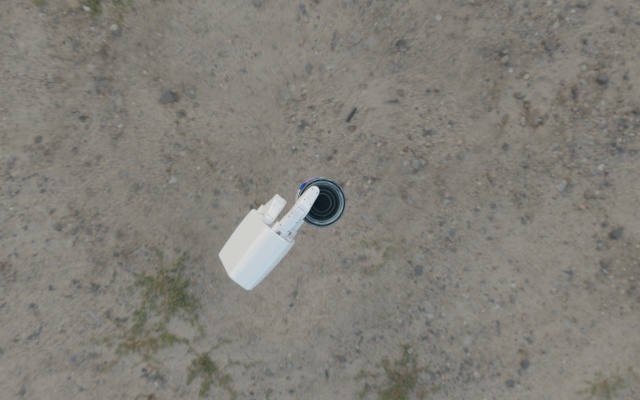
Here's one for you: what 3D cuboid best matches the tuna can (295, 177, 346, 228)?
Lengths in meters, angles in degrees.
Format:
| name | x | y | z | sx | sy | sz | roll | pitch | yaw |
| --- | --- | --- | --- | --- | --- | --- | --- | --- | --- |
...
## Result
| name | x | y | z | sx | sy | sz | roll | pitch | yaw |
| --- | --- | --- | --- | --- | --- | --- | --- | --- | --- |
| tuna can | 0.000 | 0.003 | 0.817 | 0.086 | 0.086 | 0.034 | 0 | 5 | -10 |
